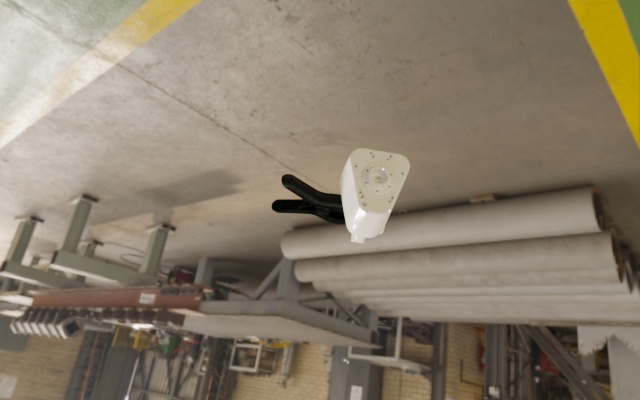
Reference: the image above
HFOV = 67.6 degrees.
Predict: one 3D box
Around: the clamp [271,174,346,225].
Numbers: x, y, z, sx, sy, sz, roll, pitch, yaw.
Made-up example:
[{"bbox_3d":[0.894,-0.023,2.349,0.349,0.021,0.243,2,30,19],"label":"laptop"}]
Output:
[{"bbox_3d":[0.000,0.003,0.820,0.171,0.039,0.120,10,-22,-1],"label":"clamp"}]
